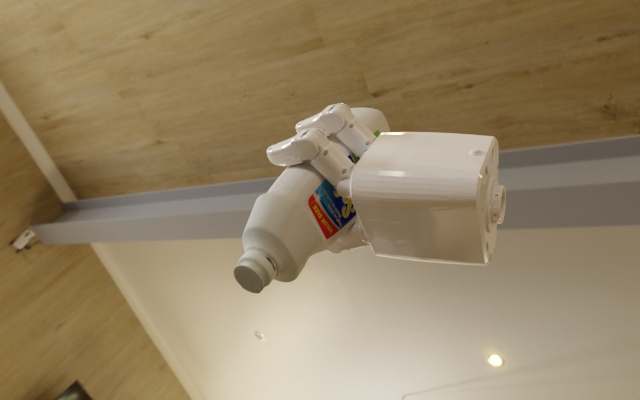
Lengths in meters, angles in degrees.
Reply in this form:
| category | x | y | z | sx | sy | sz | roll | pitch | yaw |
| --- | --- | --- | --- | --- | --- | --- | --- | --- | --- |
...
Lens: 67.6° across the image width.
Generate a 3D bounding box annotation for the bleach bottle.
| category | x | y | z | sx | sy | sz | roll | pitch | yaw |
| --- | --- | --- | --- | --- | --- | --- | --- | --- | --- |
| bleach bottle | 0.000 | 0.001 | 0.465 | 0.068 | 0.103 | 0.250 | 4 | 35 | 29 |
